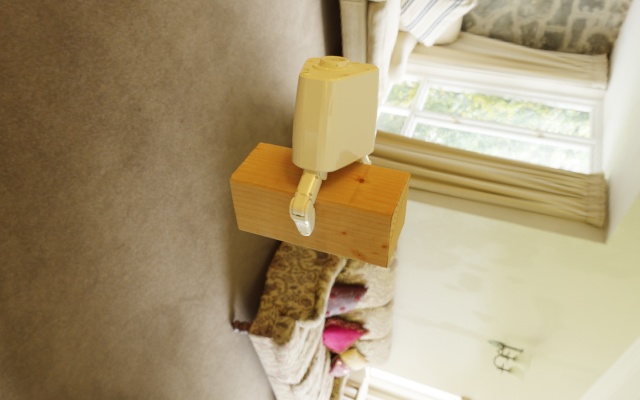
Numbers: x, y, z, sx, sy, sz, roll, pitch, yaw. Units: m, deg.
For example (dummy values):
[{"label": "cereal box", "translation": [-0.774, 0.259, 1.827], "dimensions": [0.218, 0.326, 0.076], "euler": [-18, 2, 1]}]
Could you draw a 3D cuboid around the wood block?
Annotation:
[{"label": "wood block", "translation": [0.000, 0.002, 0.614], "dimensions": [0.206, 0.090, 0.090], "euler": [13, 43, 17]}]
